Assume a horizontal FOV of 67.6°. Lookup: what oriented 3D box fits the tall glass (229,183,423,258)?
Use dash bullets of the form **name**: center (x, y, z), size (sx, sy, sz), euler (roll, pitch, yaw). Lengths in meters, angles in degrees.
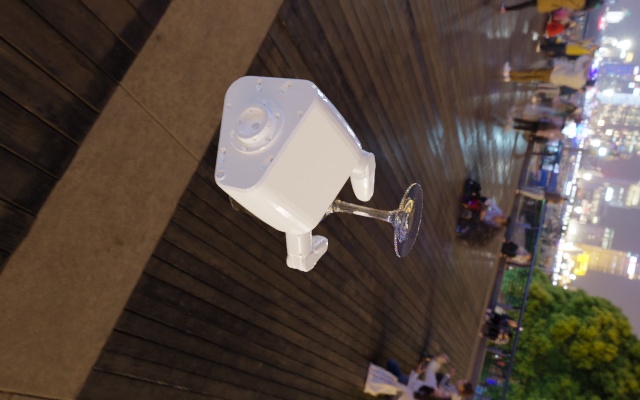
- **tall glass**: center (0.001, 0.002, 0.509), size (0.201, 0.079, 0.079), euler (12, 5, 27)
